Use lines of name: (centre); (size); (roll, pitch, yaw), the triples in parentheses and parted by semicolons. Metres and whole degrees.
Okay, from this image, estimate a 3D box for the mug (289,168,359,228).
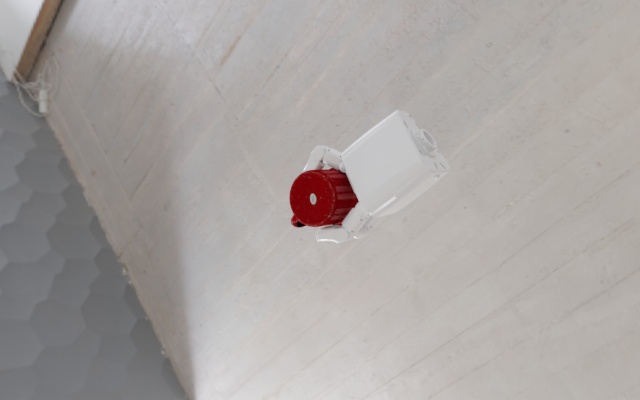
mug: (-0.001, 0.003, 0.708); (0.117, 0.093, 0.081); (-39, -18, 28)
